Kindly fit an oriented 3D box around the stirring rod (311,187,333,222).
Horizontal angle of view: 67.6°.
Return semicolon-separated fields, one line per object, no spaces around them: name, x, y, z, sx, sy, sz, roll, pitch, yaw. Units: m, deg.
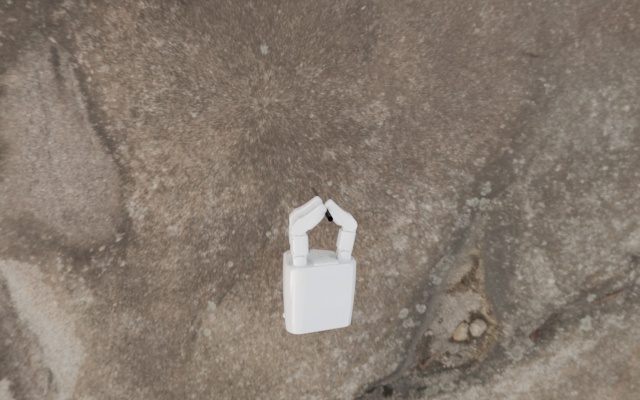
stirring rod;0.000;0.003;0.776;0.011;0.011;0.239;0;11;-7
